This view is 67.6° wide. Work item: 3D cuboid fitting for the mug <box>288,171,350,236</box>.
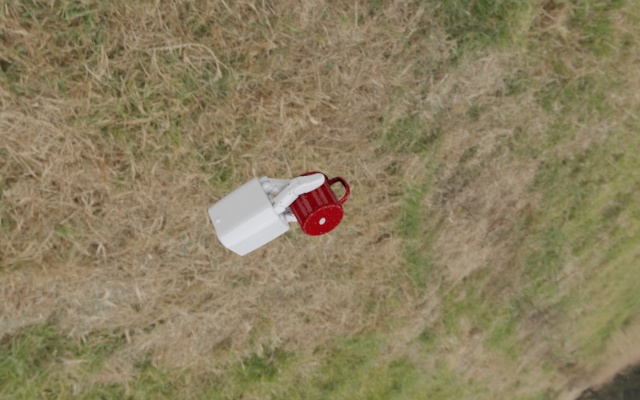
[{"bbox_3d":[0.001,0.002,0.852,0.117,0.081,0.093,-31,-36,1],"label":"mug"}]
